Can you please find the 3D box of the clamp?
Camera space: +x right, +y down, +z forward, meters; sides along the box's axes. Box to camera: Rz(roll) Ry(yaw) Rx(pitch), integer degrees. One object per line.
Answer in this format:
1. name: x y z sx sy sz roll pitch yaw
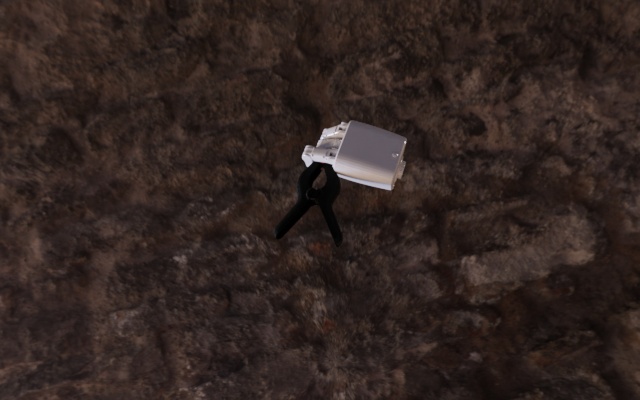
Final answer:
1. clamp: 0.000 0.003 0.833 0.120 0.171 0.039 17 -17 12
